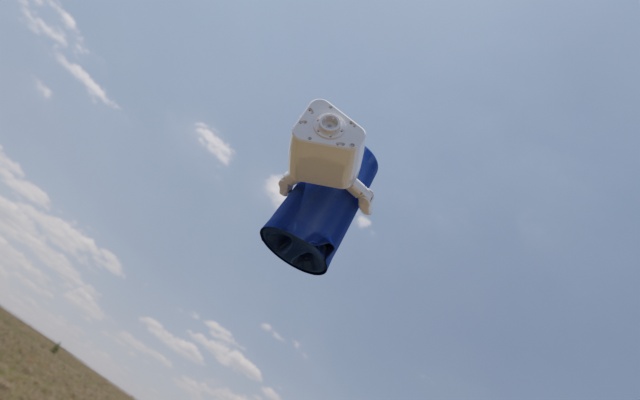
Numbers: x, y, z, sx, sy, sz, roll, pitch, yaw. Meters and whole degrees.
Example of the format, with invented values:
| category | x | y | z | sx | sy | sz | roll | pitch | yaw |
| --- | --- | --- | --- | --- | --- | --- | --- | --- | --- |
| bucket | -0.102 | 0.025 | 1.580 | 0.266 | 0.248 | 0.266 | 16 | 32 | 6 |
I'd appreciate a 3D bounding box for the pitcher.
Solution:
| category | x | y | z | sx | sy | sz | roll | pitch | yaw |
| --- | --- | --- | --- | --- | --- | --- | --- | --- | --- |
| pitcher | 0.000 | 0.003 | 0.870 | 0.149 | 0.242 | 0.145 | 27 | -29 | 11 |
